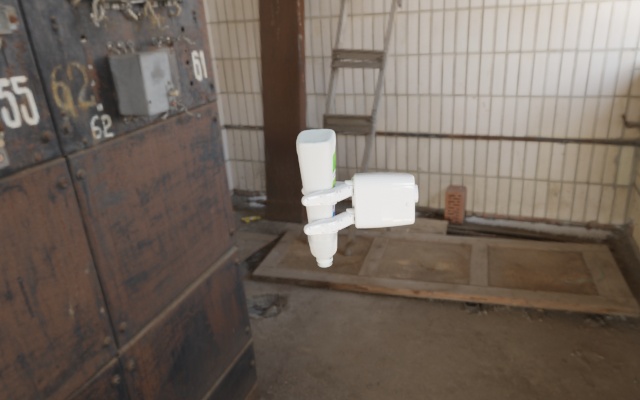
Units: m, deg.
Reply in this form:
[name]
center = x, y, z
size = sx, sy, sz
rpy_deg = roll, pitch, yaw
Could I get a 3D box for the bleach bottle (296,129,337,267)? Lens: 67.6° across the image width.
[bleach bottle]
center = 0.000, 0.003, 0.880
size = 0.068, 0.251, 0.102
rpy_deg = -2, 23, 5
